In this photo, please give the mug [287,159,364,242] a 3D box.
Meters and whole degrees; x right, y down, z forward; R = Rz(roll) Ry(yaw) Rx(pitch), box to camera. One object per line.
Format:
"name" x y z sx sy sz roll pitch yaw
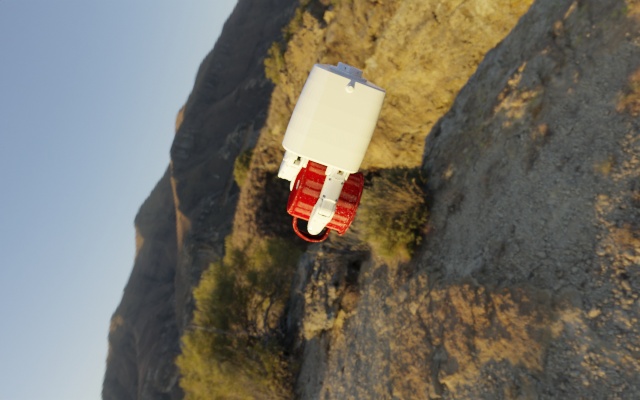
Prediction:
"mug" -0.001 0.003 0.663 0.081 0.117 0.093 19 19 -10
